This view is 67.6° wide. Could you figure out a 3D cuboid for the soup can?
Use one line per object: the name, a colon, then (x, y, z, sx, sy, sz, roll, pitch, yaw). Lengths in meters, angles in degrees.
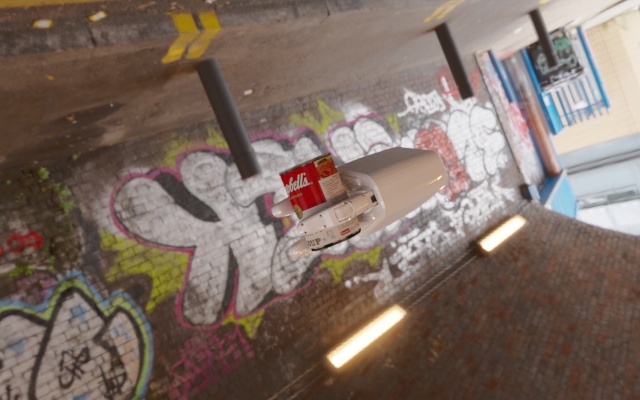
soup can: (0.000, 0.002, 0.575, 0.068, 0.102, 0.068, -22, 3, 1)
